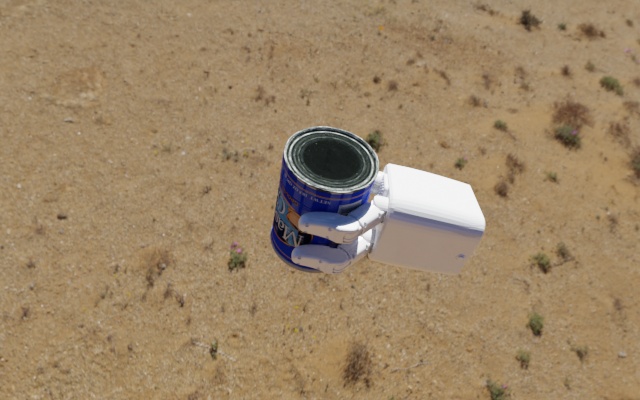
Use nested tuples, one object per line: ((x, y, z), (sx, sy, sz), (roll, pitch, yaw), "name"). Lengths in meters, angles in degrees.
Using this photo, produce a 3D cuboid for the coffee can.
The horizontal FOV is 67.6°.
((0.000, 0.002, 0.549), (0.103, 0.102, 0.140), (0, -42, -14), "coffee can")
